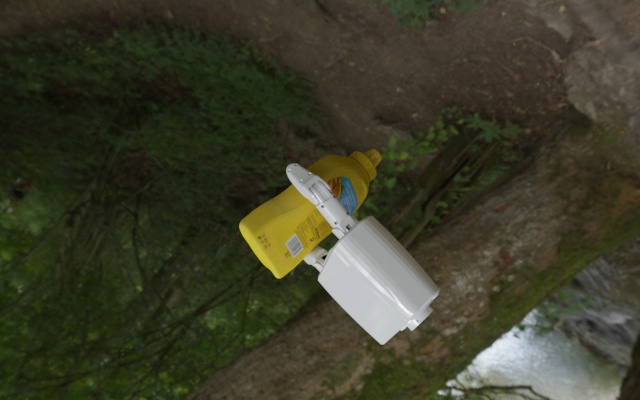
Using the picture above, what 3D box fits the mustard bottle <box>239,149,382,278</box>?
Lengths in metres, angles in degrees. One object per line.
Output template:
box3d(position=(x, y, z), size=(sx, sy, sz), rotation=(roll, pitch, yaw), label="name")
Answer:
box3d(position=(0.000, 0.002, 0.568), size=(0.191, 0.096, 0.058), rotation=(-40, 50, -15), label="mustard bottle")
